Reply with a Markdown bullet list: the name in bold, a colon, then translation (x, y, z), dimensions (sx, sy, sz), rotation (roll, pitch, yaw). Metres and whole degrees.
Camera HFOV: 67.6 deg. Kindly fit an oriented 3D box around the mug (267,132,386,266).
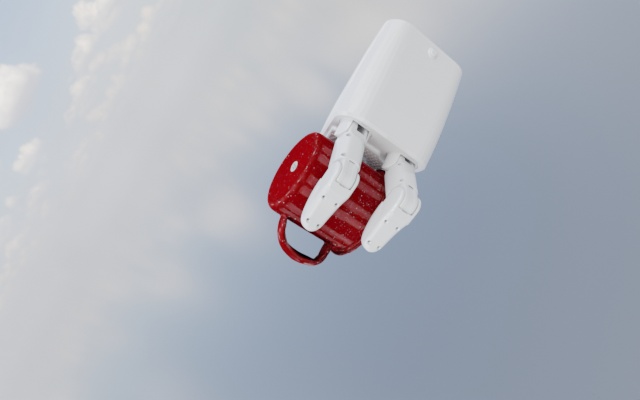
- **mug**: translation (-0.001, 0.003, 0.436), dimensions (0.081, 0.117, 0.093), rotation (32, -15, -21)
